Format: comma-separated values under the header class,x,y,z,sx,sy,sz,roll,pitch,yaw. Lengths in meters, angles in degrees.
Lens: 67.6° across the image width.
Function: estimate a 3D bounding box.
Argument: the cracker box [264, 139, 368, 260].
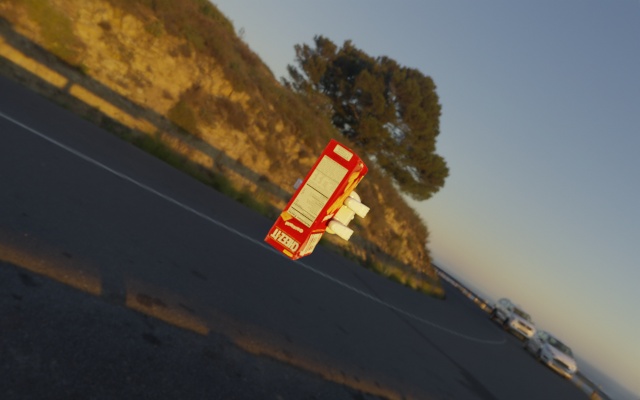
class,x,y,z,sx,sy,sz,roll,pitch,yaw
cracker box,0.000,0.003,0.890,0.072,0.214,0.164,34,3,9
